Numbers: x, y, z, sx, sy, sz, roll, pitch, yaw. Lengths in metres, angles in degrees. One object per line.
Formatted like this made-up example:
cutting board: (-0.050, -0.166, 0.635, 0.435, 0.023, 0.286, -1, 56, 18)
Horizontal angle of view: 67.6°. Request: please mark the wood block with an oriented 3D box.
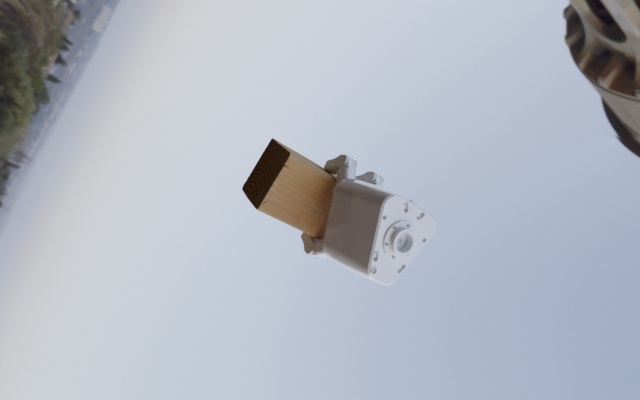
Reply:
wood block: (0.000, 0.003, 0.714, 0.206, 0.091, 0.090, 29, 7, -30)
